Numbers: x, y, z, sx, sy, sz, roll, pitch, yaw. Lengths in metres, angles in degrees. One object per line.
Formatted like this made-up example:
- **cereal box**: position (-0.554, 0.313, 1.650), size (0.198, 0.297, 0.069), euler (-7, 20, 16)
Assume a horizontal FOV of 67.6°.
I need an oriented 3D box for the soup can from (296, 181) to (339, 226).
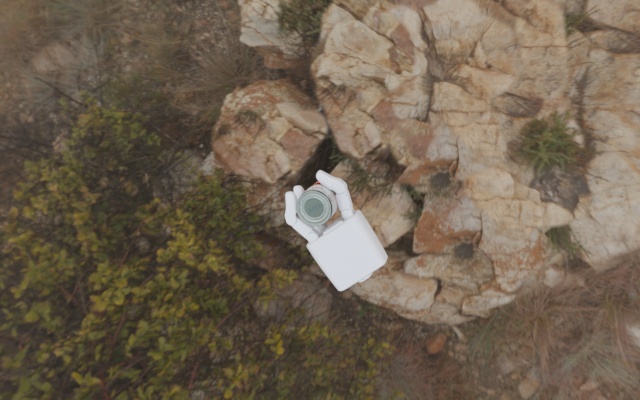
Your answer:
- **soup can**: position (0.000, 0.002, 0.882), size (0.068, 0.068, 0.102), euler (0, 14, 14)
